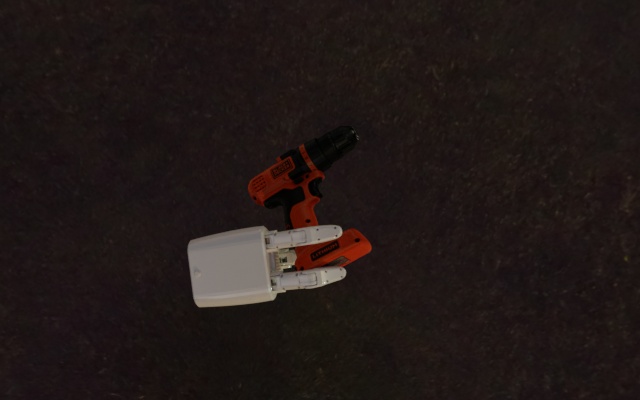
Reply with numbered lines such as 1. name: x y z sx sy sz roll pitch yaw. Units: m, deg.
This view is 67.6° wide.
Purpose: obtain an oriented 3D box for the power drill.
1. power drill: 0.000 0.003 0.677 0.184 0.187 0.057 -31 -28 14
